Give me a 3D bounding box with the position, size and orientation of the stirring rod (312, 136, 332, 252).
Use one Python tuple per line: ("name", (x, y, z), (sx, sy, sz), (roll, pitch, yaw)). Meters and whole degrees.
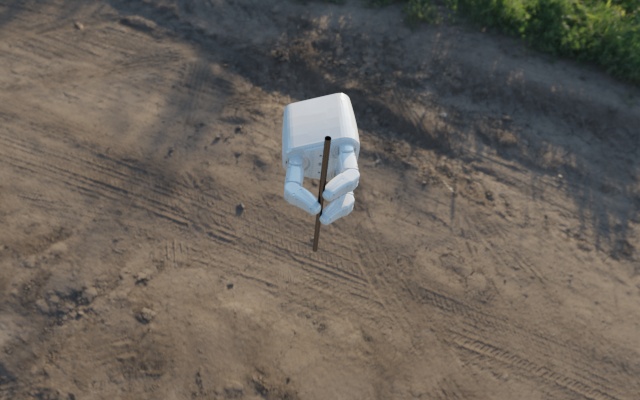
("stirring rod", (0.000, 0.002, 0.647), (0.011, 0.011, 0.240), (0, -38, -5))
